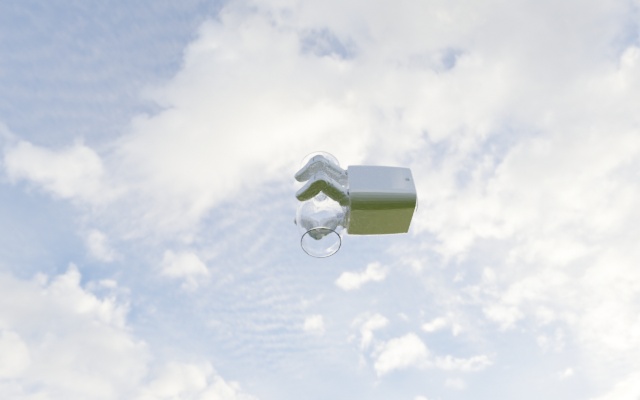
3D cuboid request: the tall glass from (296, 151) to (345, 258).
[{"bbox_3d":[0.000,0.002,0.790,0.079,0.079,0.200,0,38,0],"label":"tall glass"}]
